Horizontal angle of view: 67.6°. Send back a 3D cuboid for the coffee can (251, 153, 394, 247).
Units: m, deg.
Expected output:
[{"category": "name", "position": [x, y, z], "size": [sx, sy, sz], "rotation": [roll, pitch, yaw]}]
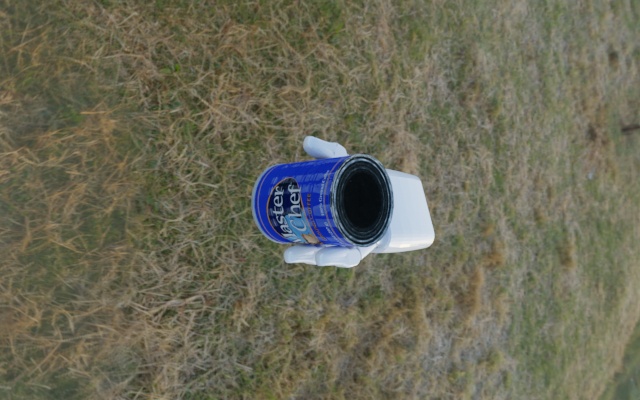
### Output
[{"category": "coffee can", "position": [0.000, 0.002, 0.566], "size": [0.103, 0.103, 0.140], "rotation": [0, -2, -44]}]
